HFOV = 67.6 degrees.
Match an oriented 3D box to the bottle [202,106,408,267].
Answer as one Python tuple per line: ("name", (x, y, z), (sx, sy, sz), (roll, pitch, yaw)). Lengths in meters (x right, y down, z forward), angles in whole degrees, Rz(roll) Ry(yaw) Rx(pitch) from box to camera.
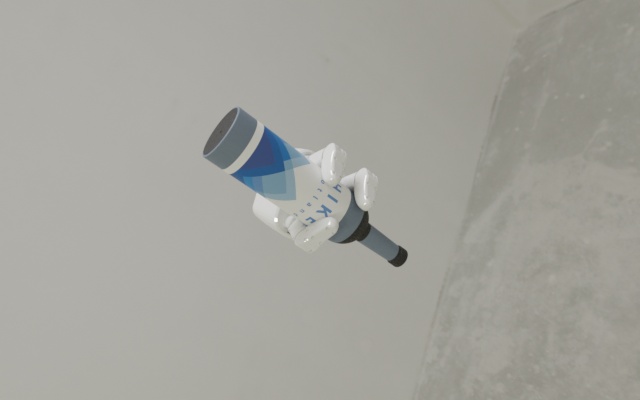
("bottle", (0.000, 0.002, 0.578), (0.296, 0.069, 0.069), (35, -18, -26))
